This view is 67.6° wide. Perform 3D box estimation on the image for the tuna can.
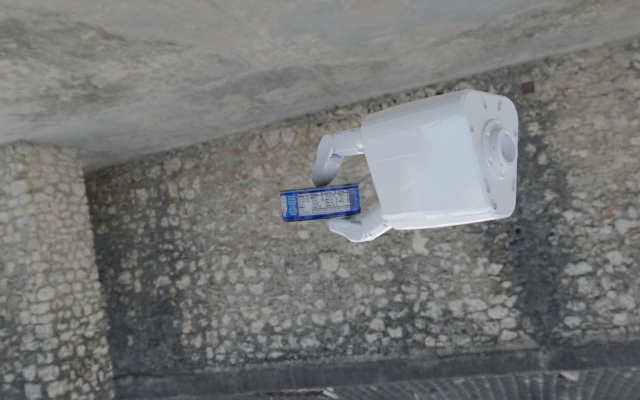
[{"bbox_3d":[0.000,0.002,0.509,0.086,0.034,0.086,-6,2,0],"label":"tuna can"}]
